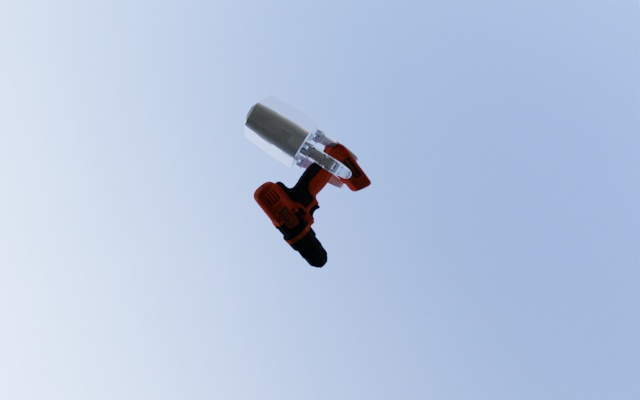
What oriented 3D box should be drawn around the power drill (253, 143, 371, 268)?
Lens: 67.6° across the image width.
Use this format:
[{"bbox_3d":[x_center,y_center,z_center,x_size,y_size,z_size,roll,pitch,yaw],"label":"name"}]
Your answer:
[{"bbox_3d":[0.000,0.002,0.855,0.187,0.184,0.057,-42,18,-16],"label":"power drill"}]
